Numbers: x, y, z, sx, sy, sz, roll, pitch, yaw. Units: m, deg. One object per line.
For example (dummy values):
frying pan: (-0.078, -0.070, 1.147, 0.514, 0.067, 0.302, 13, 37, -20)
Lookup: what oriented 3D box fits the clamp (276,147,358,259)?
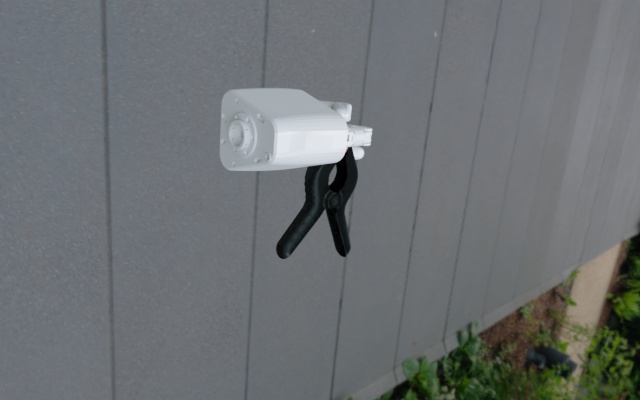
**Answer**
clamp: (0.001, 0.002, 0.619, 0.120, 0.171, 0.039, -9, 21, -43)
